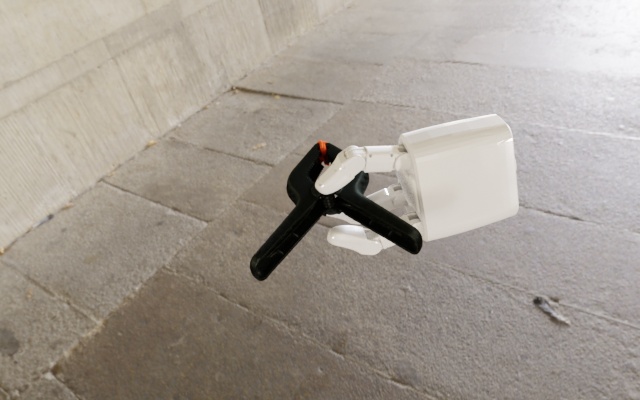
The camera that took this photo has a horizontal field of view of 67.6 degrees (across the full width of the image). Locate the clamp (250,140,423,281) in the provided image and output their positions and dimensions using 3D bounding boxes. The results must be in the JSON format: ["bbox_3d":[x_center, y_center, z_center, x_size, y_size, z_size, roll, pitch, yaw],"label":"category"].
[{"bbox_3d":[0.000,0.001,0.518,0.164,0.036,0.209,-14,37,-2],"label":"clamp"}]
